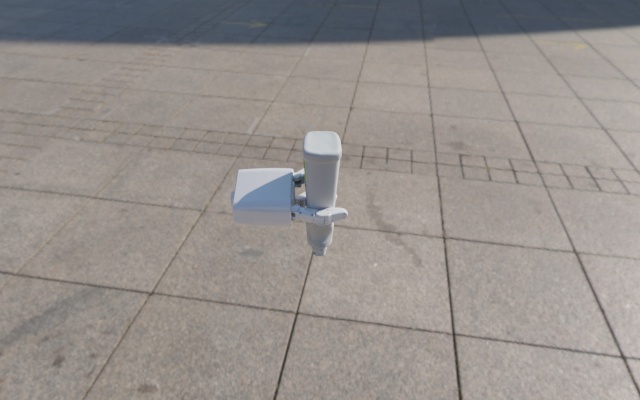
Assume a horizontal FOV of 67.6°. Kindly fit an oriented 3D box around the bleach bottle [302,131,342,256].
[{"bbox_3d":[0.000,0.003,0.897,0.068,0.251,0.102,1,32,-1],"label":"bleach bottle"}]
